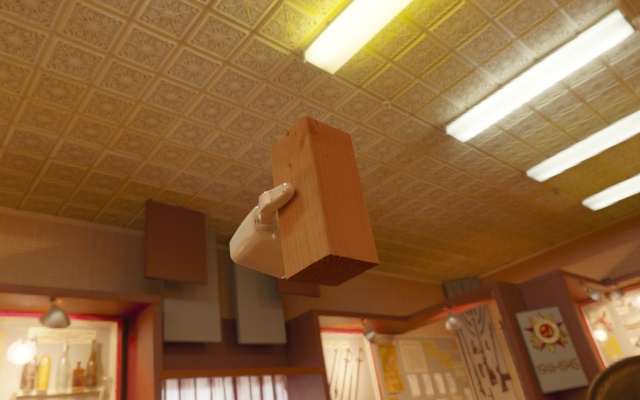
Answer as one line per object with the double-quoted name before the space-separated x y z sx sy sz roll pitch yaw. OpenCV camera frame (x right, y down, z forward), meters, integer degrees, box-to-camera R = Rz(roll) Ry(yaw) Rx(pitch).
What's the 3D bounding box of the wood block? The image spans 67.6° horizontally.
"wood block" 0.000 0.002 0.655 0.091 0.206 0.090 15 -37 -39
